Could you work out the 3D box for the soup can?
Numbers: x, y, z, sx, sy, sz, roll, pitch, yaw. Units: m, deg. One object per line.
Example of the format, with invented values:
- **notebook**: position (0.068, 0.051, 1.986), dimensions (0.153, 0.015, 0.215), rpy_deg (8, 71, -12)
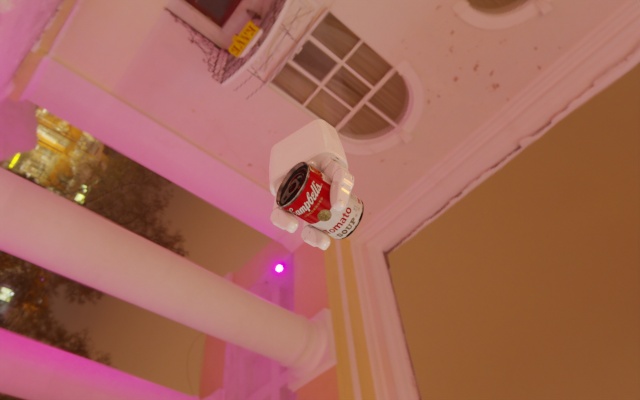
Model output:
- **soup can**: position (0.000, 0.002, 0.647), dimensions (0.102, 0.068, 0.068), rpy_deg (32, -16, -27)
